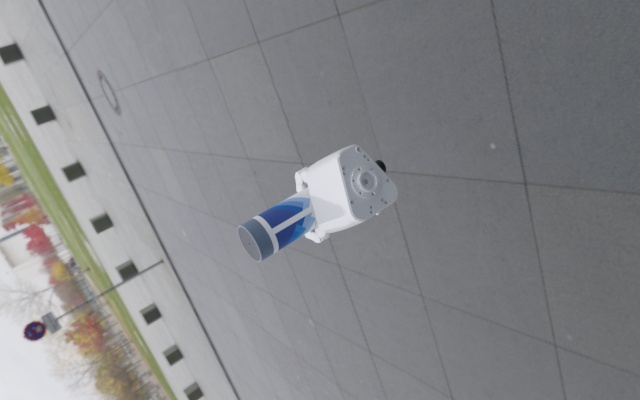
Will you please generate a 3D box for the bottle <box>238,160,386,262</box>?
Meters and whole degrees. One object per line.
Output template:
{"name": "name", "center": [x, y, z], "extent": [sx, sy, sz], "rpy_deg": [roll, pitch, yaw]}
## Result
{"name": "bottle", "center": [0.000, 0.003, 0.820], "extent": [0.295, 0.069, 0.069], "rpy_deg": [-30, 15, -27]}
